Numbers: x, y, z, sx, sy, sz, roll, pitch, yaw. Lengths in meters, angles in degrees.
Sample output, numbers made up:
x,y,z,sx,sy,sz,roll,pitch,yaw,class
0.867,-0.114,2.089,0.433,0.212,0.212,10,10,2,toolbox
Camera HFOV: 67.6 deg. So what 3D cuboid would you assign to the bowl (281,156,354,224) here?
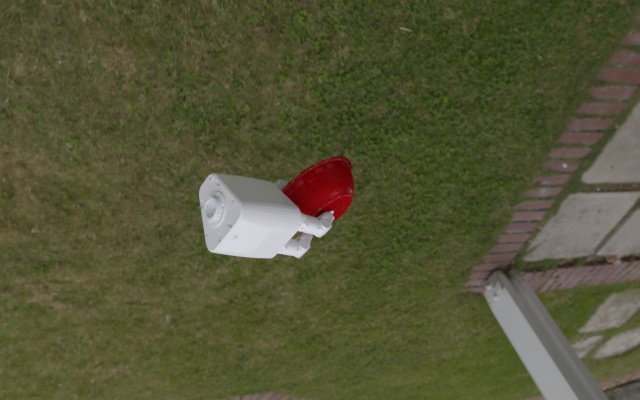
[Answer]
x,y,z,sx,sy,sz,roll,pitch,yaw,class
0.001,0.003,0.791,0.162,0.055,0.162,-31,-22,-14,bowl
